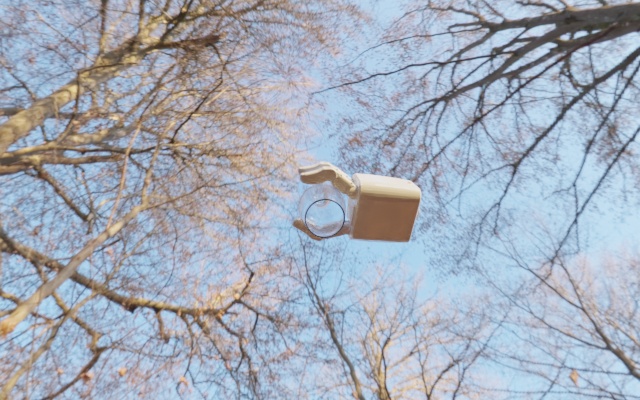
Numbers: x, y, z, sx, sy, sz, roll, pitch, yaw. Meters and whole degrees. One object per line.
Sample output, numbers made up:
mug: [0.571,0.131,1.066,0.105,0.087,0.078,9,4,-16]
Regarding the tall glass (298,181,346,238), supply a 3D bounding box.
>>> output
tall glass: [0.000,0.003,0.818,0.079,0.079,0.201,0,15,-4]
